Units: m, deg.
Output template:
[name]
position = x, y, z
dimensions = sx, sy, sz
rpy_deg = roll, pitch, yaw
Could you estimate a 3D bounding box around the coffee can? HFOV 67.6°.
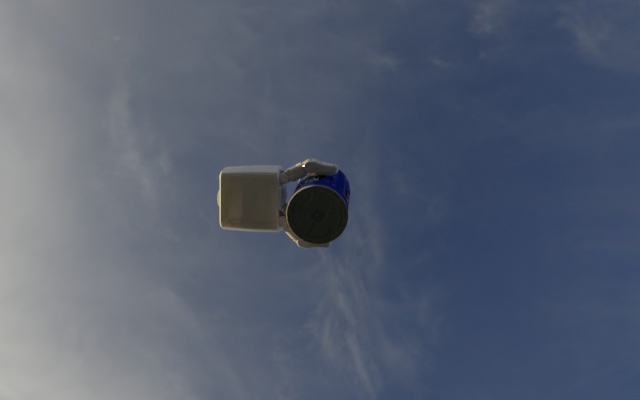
[coffee can]
position = 0.000, 0.003, 0.850
dimensions = 0.103, 0.103, 0.140
rpy_deg = 0, 19, 5
